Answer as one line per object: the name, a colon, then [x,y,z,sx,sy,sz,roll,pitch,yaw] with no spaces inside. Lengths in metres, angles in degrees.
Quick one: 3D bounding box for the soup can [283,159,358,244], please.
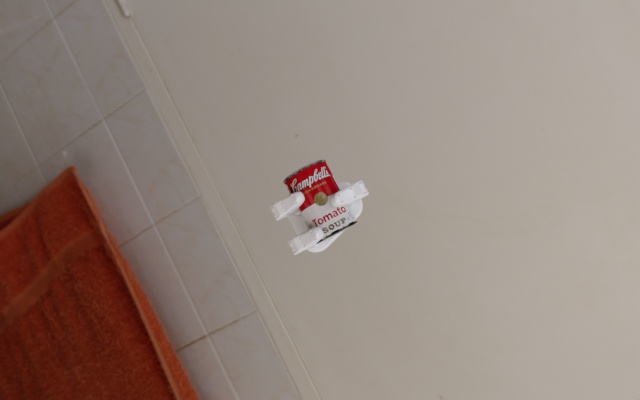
soup can: [0.000,0.002,0.676,0.068,0.102,0.068,-27,-6,-3]
